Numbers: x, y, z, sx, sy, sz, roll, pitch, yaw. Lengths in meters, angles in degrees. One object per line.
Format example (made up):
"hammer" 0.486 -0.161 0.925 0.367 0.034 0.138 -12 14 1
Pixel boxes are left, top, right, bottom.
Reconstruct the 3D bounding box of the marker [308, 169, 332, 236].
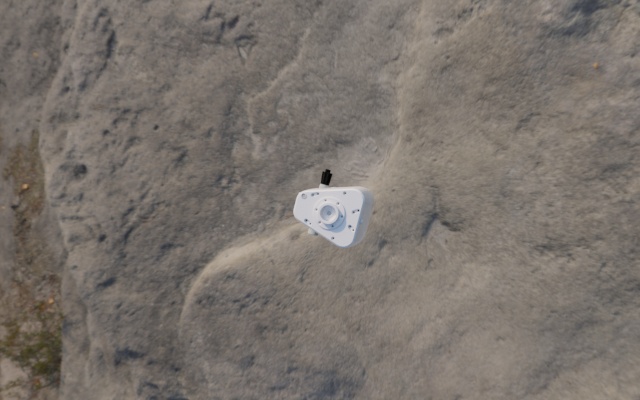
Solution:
"marker" 0.000 0.003 0.862 0.020 0.121 0.020 13 4 -1
